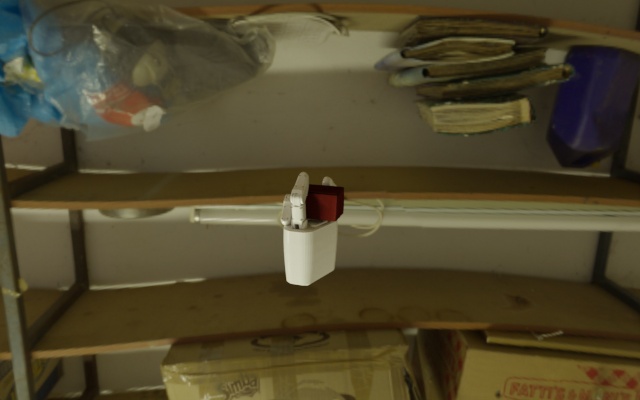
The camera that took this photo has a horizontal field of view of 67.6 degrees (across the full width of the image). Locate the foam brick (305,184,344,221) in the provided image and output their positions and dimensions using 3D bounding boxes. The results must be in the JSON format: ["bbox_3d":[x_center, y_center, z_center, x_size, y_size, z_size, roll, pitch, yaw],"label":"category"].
[{"bbox_3d":[0.000,0.003,0.863,0.078,0.051,0.053,5,17,18],"label":"foam brick"}]
